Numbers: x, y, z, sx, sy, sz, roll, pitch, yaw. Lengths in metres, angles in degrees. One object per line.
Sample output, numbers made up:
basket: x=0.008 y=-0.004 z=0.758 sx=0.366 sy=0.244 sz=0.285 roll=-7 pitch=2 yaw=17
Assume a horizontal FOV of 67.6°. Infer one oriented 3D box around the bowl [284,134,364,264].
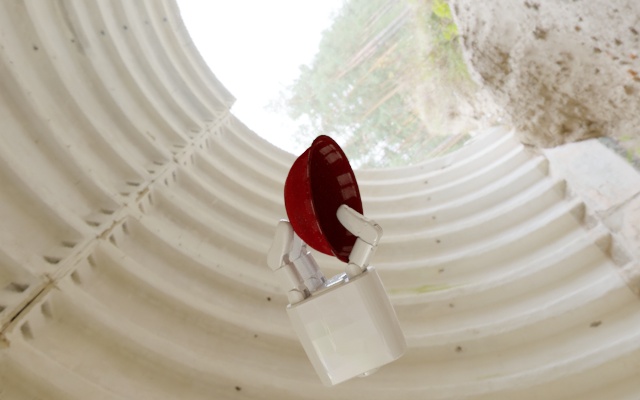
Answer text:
bowl: x=0.000 y=0.001 z=0.598 sx=0.055 sy=0.162 sz=0.162 roll=-12 pitch=-5 yaw=24
